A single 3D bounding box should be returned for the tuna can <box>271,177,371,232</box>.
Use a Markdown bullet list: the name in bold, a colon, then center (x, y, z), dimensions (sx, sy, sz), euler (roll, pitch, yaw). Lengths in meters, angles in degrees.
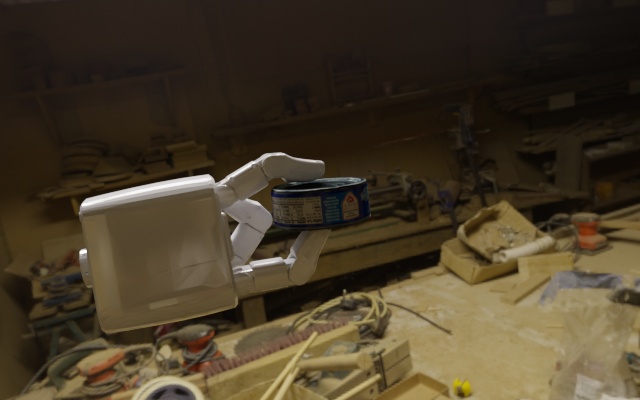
- **tuna can**: center (0.000, 0.001, 0.416), dimensions (0.086, 0.034, 0.086), euler (-5, 8, 1)
